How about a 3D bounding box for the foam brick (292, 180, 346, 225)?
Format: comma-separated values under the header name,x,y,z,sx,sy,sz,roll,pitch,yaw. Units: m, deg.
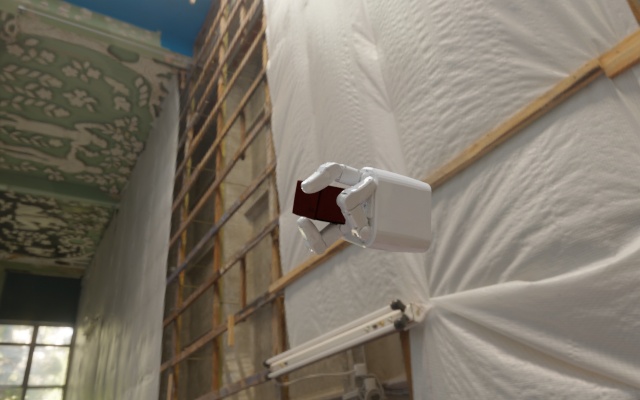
name,x,y,z,sx,sy,sz,roll,pitch,yaw
foam brick,0.000,0.002,0.695,0.051,0.053,0.078,10,2,-28
